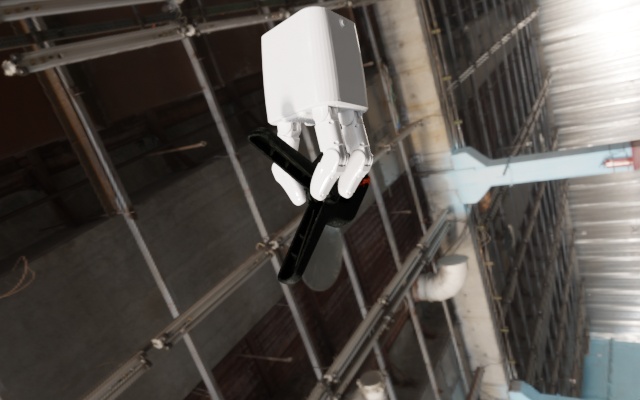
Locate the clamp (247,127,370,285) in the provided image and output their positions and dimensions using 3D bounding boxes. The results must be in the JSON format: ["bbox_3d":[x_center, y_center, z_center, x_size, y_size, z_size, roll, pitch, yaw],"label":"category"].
[{"bbox_3d":[0.000,0.002,0.563,0.036,0.164,0.210,-7,-1,34],"label":"clamp"}]
